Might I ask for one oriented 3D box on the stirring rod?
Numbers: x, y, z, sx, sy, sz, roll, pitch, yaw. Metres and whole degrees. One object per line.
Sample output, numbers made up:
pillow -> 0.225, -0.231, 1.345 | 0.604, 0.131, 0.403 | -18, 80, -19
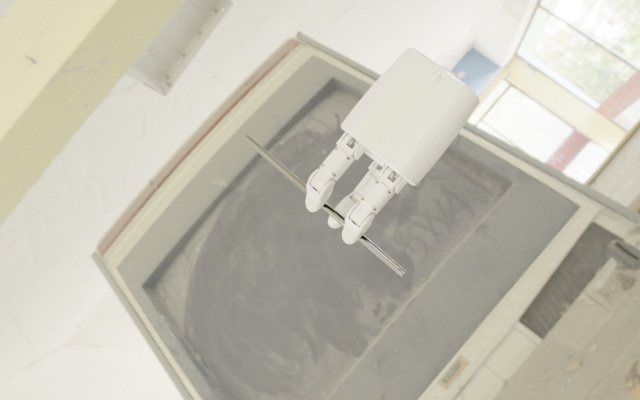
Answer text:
stirring rod -> 0.000, 0.002, 0.536 | 0.239, 0.011, 0.011 | 41, 12, 14
